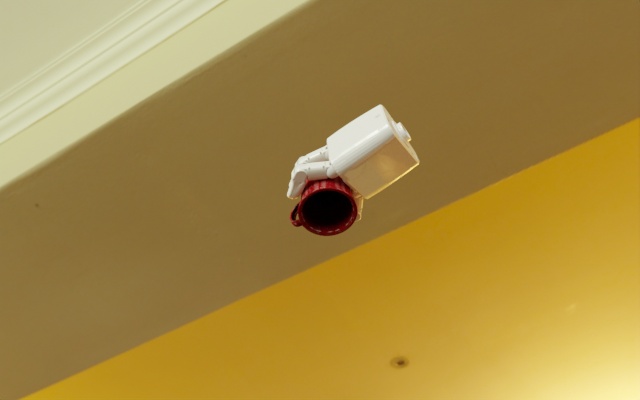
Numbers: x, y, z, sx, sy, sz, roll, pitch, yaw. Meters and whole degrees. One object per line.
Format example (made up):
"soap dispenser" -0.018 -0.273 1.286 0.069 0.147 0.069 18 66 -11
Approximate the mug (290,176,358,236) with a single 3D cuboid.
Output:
"mug" -0.001 0.003 0.775 0.117 0.093 0.081 -33 30 18
